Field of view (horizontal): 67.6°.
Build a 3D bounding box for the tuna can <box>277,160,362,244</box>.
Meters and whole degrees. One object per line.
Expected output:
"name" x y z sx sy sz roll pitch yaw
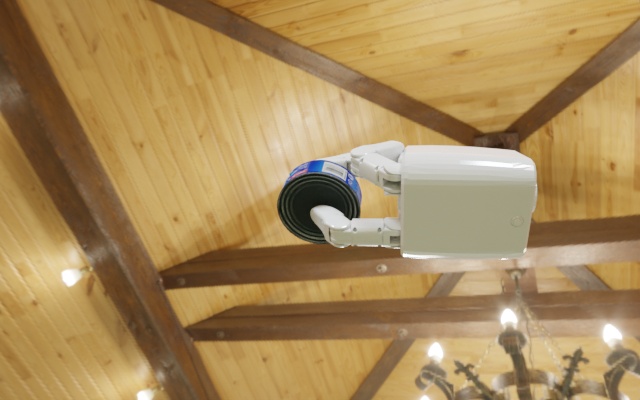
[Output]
"tuna can" 0.000 0.001 0.497 0.086 0.086 0.033 0 31 9
